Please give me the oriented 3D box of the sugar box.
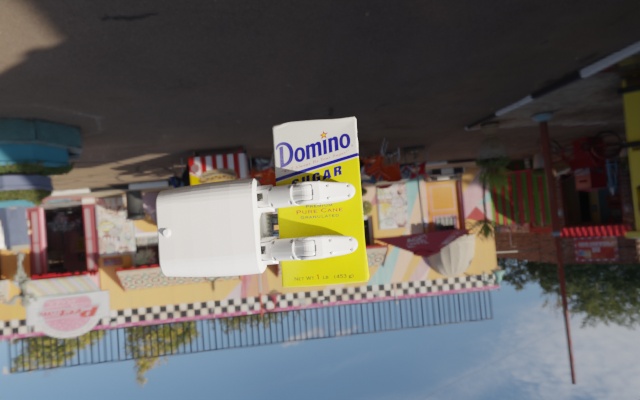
[{"bbox_3d":[0.000,0.002,0.519,0.093,0.176,0.048,-5,-3,4],"label":"sugar box"}]
